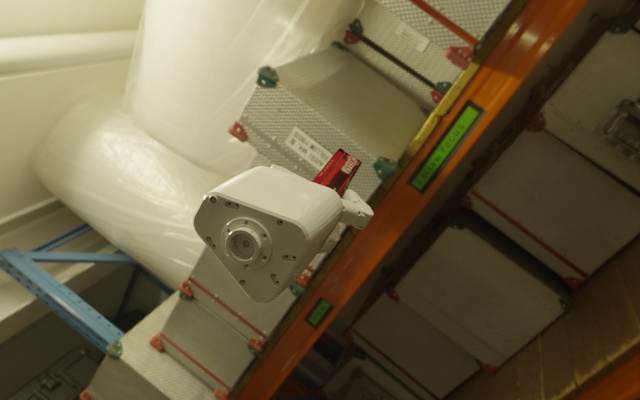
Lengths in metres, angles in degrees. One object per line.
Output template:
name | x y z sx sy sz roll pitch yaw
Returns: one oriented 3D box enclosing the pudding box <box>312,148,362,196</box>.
pudding box | 0.000 0.002 0.590 0.039 0.090 0.114 36 -40 4
